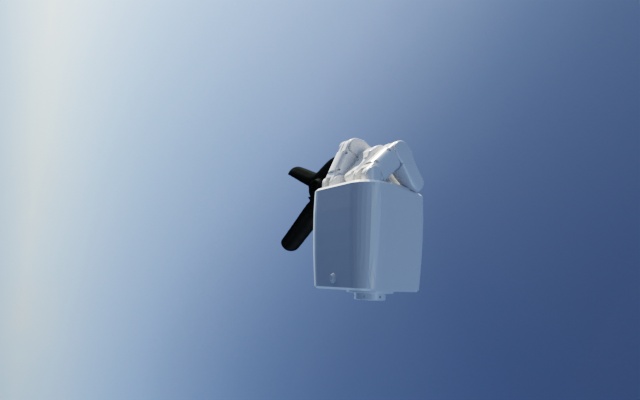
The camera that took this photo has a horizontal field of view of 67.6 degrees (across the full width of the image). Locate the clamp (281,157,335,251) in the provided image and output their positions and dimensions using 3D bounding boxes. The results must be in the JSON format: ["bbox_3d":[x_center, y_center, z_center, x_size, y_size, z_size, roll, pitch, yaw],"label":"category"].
[{"bbox_3d":[0.001,0.002,0.599,0.039,0.120,0.171,10,-13,-30],"label":"clamp"}]
